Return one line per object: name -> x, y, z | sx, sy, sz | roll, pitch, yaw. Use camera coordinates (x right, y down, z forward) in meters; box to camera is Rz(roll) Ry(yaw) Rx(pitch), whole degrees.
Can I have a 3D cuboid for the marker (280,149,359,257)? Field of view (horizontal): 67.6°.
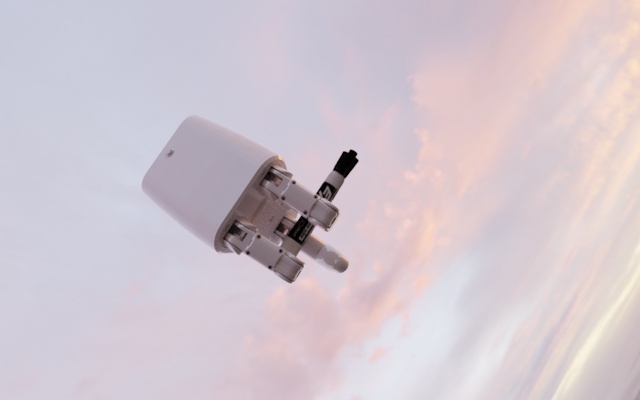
marker -> 0.000, 0.002, 0.462 | 0.020, 0.121, 0.020 | 33, -7, 5
